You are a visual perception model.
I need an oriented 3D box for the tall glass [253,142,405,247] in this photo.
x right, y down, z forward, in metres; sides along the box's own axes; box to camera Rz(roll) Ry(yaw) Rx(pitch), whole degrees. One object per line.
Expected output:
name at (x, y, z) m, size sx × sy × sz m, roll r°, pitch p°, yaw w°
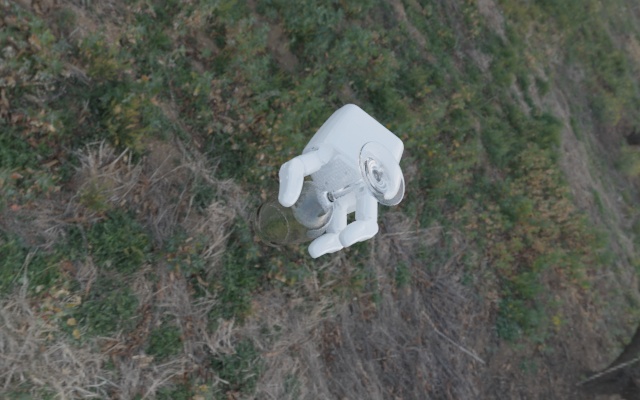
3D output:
tall glass at (0.000, 0.002, 0.580) m, size 0.079 × 0.079 × 0.201 m, roll 0°, pitch -19°, yaw -46°
